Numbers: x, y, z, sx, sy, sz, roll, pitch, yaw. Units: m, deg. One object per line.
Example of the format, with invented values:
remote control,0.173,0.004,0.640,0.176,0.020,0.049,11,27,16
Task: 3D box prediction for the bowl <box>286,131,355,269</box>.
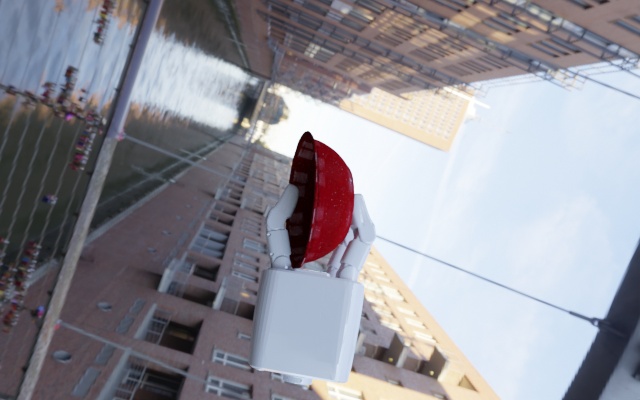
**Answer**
bowl,0.001,0.001,0.560,0.055,0.162,0.162,4,-1,-14
